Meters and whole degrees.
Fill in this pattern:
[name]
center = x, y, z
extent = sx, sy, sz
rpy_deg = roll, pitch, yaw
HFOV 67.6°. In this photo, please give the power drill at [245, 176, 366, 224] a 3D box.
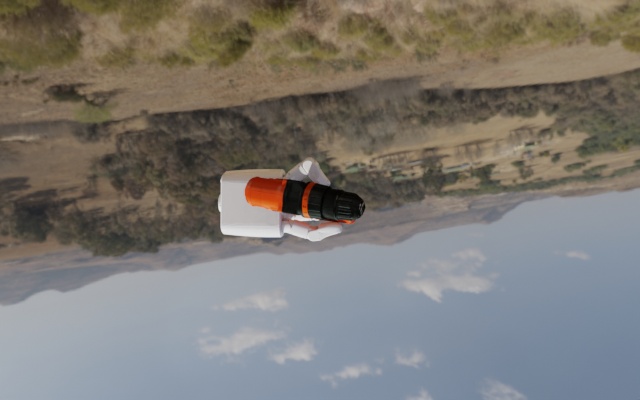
[power drill]
center = 0.000, 0.003, 0.750
extent = 0.184, 0.057, 0.188
rpy_deg = 11, -2, 22
